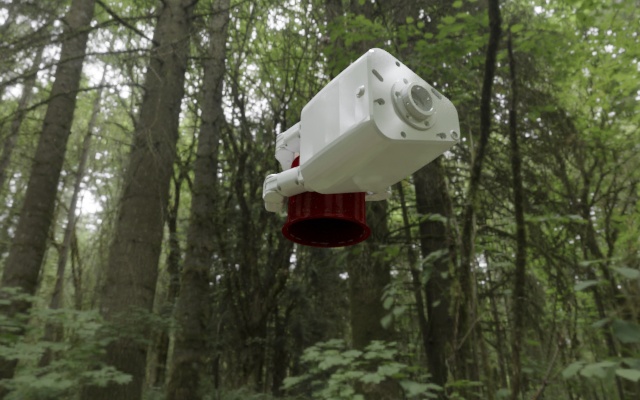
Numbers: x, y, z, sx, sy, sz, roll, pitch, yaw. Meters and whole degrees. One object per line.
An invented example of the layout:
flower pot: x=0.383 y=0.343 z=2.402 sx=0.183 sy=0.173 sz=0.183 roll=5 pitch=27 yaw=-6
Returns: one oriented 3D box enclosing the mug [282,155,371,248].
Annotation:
mug: x=-0.001 y=0.002 z=0.523 sx=0.093 sy=0.081 sz=0.117 roll=16 pitch=-28 yaw=-30
